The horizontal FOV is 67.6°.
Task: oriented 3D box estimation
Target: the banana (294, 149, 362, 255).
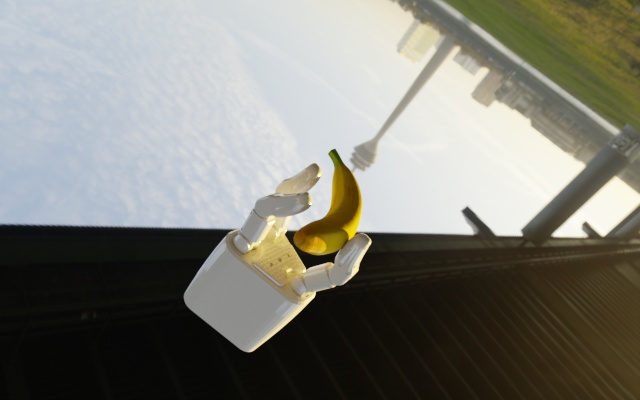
[{"bbox_3d":[0.015,0.012,0.521,0.037,0.069,0.197,-43,14,27],"label":"banana"}]
